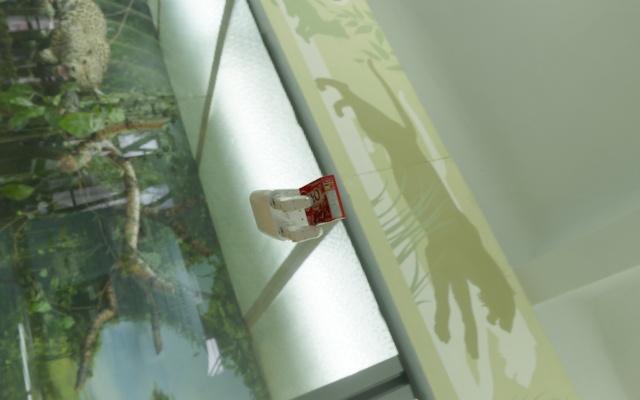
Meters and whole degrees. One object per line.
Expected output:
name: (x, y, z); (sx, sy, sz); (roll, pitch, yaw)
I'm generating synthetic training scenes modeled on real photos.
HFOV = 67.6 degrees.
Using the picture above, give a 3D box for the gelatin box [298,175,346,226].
gelatin box: (0.001, 0.002, 0.798); (0.030, 0.073, 0.089); (-13, -4, -29)
